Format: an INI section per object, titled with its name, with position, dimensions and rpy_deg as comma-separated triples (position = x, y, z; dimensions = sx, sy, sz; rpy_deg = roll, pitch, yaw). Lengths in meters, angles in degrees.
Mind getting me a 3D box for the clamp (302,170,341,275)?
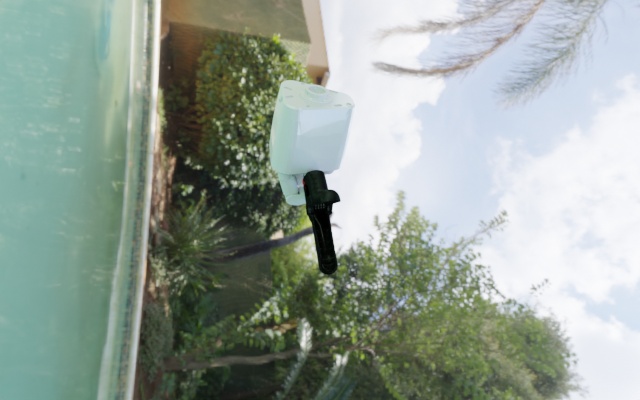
[clamp]
position = 0.001, 0.002, 0.650
dimensions = 0.039, 0.120, 0.171
rpy_deg = -1, 38, -14
